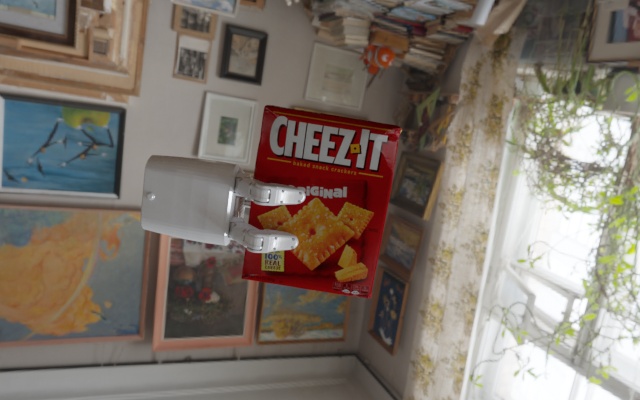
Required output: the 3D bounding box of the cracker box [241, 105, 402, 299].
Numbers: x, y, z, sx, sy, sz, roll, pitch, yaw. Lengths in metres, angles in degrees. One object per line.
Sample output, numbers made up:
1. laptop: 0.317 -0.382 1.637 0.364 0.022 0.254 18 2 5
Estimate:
1. cracker box: 0.000 0.002 0.588 0.164 0.214 0.072 9 10 3
